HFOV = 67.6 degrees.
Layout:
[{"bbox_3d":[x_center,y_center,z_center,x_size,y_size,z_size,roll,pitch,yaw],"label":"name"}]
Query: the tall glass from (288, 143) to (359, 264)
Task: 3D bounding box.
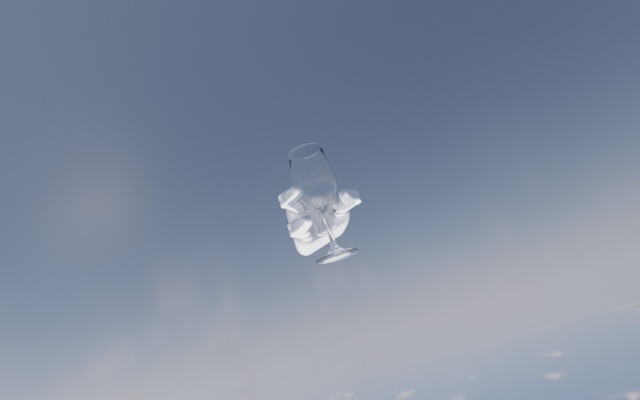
[{"bbox_3d":[0.000,0.003,0.826,0.079,0.201,0.079,-16,-17,-5],"label":"tall glass"}]
